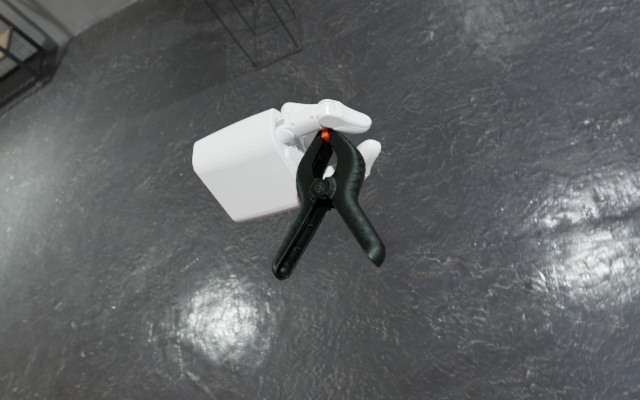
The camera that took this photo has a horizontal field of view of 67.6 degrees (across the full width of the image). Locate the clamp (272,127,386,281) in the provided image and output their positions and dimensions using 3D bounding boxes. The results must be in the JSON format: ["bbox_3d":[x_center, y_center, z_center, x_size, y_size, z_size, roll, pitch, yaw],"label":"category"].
[{"bbox_3d":[0.000,0.001,0.488,0.120,0.171,0.039,-17,-35,19],"label":"clamp"}]
